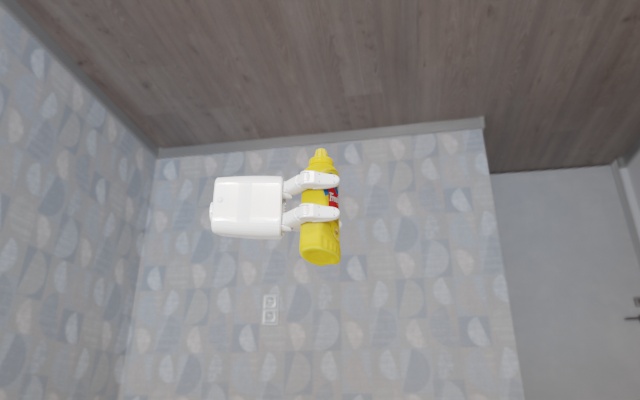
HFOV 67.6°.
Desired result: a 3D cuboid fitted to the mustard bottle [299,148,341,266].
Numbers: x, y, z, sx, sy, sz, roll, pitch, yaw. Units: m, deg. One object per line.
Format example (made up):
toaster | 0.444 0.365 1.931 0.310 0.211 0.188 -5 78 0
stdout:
mustard bottle | 0.000 0.003 0.774 0.058 0.191 0.096 -9 -26 19
